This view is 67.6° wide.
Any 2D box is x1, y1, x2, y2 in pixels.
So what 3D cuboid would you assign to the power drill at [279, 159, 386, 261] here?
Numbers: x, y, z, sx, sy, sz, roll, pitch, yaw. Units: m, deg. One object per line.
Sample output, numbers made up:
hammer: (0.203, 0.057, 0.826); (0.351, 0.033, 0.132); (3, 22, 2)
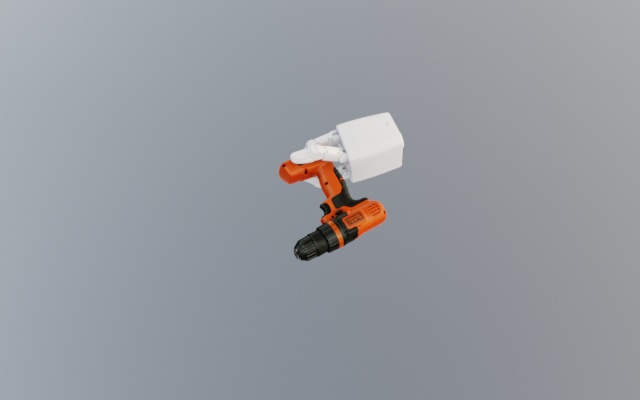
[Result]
power drill: (0.000, 0.002, 0.870); (0.184, 0.187, 0.057); (-25, -21, -20)
